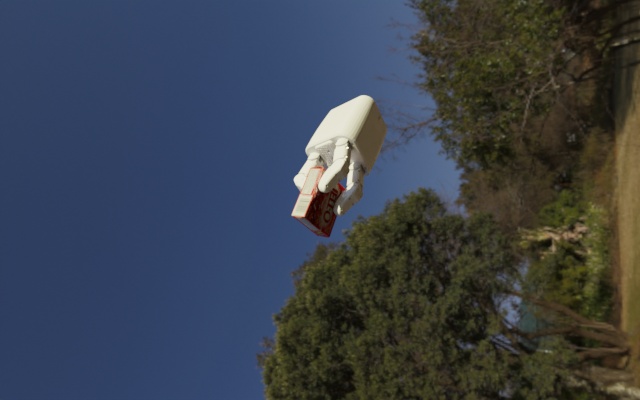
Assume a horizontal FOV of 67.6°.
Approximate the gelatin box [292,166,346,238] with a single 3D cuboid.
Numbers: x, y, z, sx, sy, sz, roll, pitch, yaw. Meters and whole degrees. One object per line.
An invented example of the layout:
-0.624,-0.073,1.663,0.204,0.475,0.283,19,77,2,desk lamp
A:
0.000,0.003,0.749,0.030,0.089,0.073,5,-26,38,gelatin box
